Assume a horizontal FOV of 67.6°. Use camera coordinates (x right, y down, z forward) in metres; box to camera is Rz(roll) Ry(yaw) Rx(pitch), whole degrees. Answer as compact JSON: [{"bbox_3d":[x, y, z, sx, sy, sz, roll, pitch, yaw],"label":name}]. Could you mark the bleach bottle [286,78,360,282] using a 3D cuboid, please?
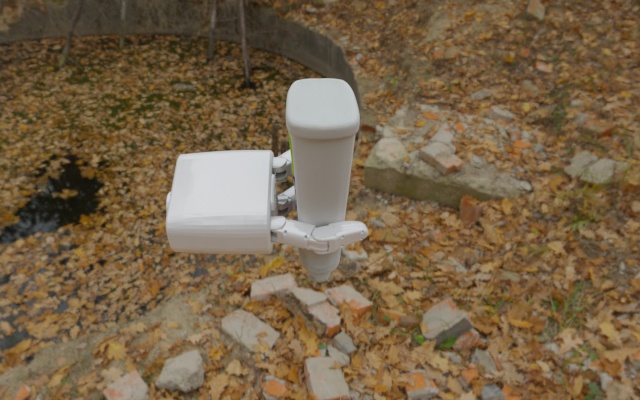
[{"bbox_3d":[0.000,0.002,0.525,0.068,0.251,0.102,-1,39,-2],"label":"bleach bottle"}]
